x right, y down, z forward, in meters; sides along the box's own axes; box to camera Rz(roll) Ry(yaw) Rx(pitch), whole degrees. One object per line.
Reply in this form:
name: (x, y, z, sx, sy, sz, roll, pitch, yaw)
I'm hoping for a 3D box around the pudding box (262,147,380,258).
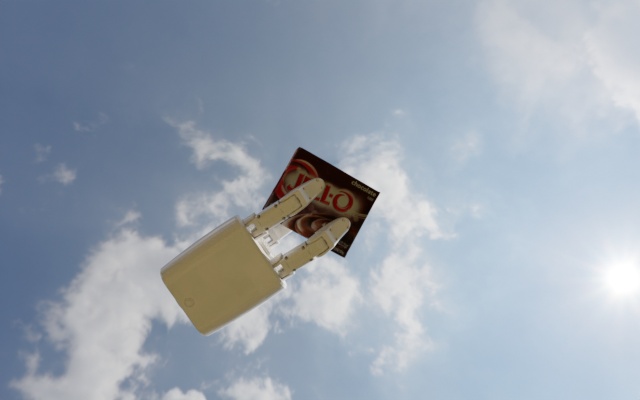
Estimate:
pudding box: (0.000, 0.002, 0.570, 0.113, 0.090, 0.039, 29, 0, -9)
